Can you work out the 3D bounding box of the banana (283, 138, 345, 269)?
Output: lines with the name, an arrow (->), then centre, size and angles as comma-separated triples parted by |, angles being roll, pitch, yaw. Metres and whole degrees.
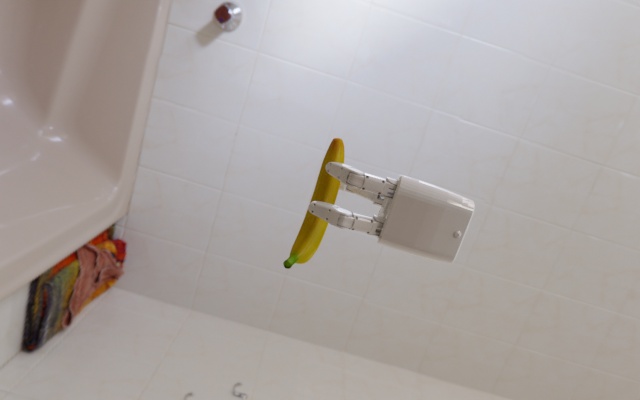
banana -> -0.001, 0.009, 0.684 | 0.037, 0.197, 0.070 | 19, -11, 5
